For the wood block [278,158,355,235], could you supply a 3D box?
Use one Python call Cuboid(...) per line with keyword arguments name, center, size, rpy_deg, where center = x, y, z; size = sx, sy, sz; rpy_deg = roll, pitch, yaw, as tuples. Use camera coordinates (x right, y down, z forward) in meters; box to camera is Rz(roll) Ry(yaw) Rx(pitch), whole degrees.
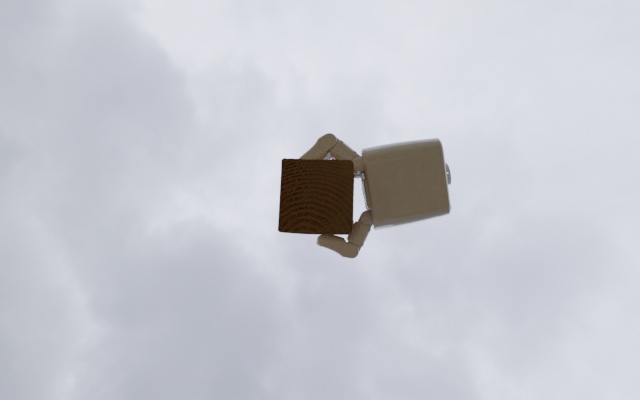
Cuboid(name="wood block", center=(0.001, 0.002, 0.664), size=(0.090, 0.091, 0.206), rpy_deg=(2, -4, 3))
